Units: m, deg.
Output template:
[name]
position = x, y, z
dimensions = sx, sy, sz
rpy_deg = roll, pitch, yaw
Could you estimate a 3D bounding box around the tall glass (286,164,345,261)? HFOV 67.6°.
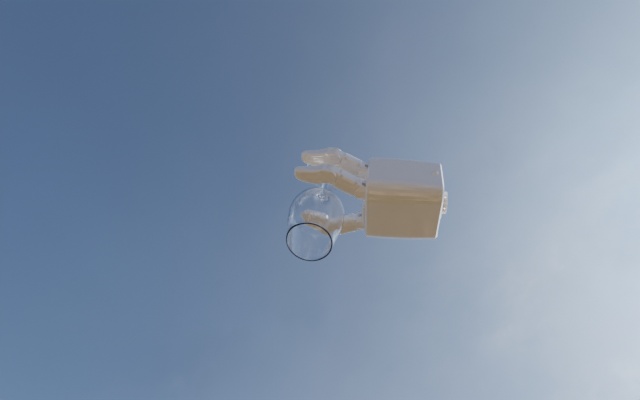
[tall glass]
position = 0.000, 0.002, 0.696
dimensions = 0.079, 0.079, 0.201
rpy_deg = 0, 32, 10
